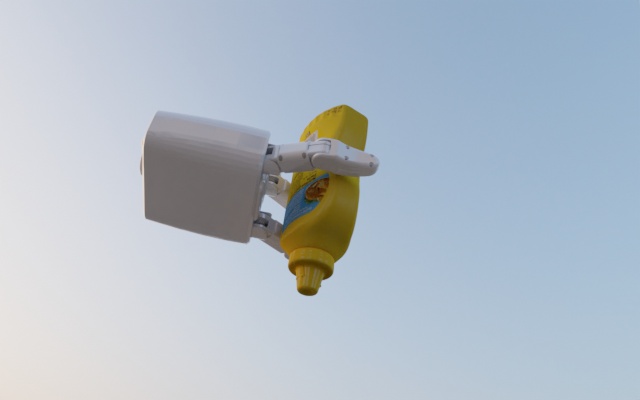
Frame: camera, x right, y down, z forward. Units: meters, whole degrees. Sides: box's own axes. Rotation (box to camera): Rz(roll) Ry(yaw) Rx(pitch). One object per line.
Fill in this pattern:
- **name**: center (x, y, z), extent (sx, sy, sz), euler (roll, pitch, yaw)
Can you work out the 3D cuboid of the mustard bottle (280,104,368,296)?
- **mustard bottle**: center (0.000, 0.001, 0.463), extent (0.058, 0.191, 0.096), euler (28, -40, -24)
